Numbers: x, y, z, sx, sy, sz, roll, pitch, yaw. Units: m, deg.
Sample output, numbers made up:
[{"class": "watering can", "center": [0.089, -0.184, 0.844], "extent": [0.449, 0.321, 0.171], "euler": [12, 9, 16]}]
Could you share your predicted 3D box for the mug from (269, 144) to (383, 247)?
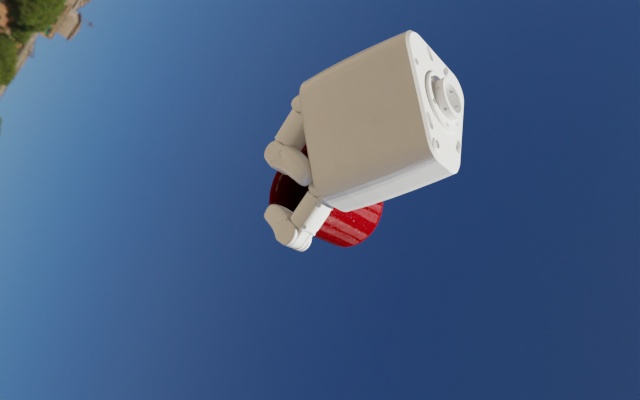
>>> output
[{"class": "mug", "center": [-0.001, 0.002, 0.489], "extent": [0.117, 0.093, 0.081], "euler": [-19, -32, 38]}]
